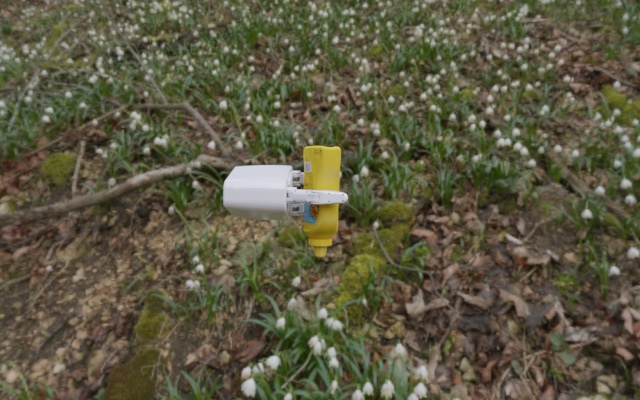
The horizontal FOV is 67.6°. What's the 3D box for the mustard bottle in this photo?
[{"bbox_3d":[0.000,0.002,0.830,0.058,0.191,0.096,0,4,-22],"label":"mustard bottle"}]
